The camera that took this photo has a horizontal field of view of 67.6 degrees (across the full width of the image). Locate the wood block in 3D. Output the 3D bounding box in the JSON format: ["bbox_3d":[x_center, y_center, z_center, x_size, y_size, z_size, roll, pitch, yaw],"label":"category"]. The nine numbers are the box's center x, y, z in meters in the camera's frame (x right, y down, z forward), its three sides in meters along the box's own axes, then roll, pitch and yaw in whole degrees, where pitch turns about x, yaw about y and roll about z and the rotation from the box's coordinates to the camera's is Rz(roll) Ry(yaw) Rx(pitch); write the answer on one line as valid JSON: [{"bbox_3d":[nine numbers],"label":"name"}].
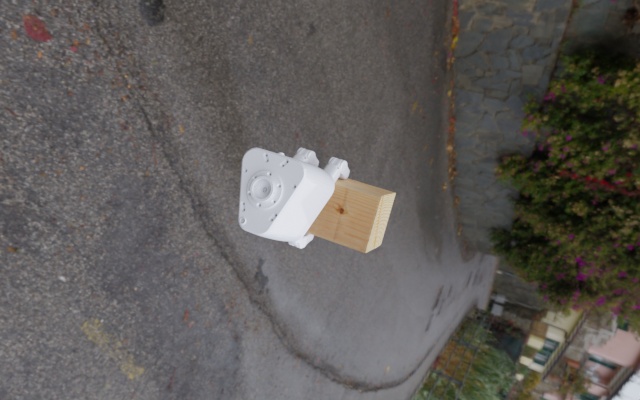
[{"bbox_3d":[0.000,0.003,0.757,0.206,0.091,0.090,19,11,20],"label":"wood block"}]
